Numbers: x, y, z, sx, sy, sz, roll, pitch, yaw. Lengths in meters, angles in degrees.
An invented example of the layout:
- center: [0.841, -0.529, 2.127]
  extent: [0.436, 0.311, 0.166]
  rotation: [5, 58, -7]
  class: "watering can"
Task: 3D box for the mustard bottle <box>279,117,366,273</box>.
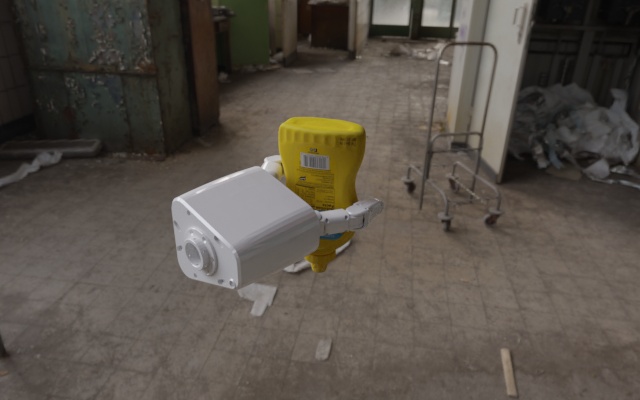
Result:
- center: [0.000, 0.001, 0.566]
  extent: [0.096, 0.192, 0.058]
  rotation: [8, 26, 15]
  class: "mustard bottle"
